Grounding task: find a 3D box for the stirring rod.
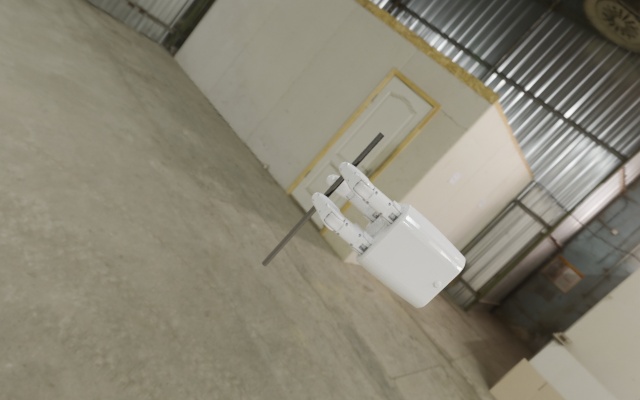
[{"bbox_3d":[0.000,0.002,0.636,0.011,0.239,0.011,39,14,-11],"label":"stirring rod"}]
